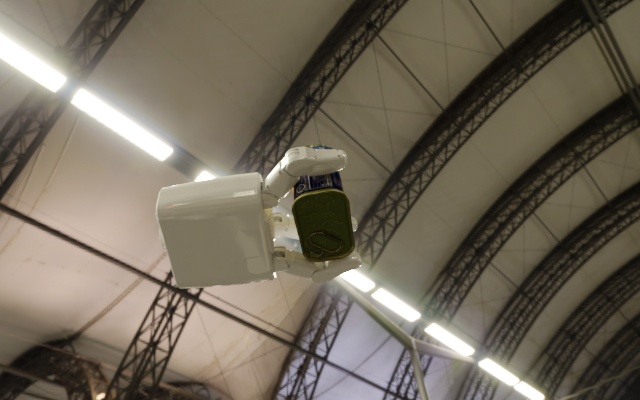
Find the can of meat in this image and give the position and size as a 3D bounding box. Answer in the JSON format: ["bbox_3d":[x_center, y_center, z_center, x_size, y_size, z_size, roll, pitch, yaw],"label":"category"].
[{"bbox_3d":[0.000,0.001,0.518,0.057,0.102,0.083,-10,43,1],"label":"can of meat"}]
